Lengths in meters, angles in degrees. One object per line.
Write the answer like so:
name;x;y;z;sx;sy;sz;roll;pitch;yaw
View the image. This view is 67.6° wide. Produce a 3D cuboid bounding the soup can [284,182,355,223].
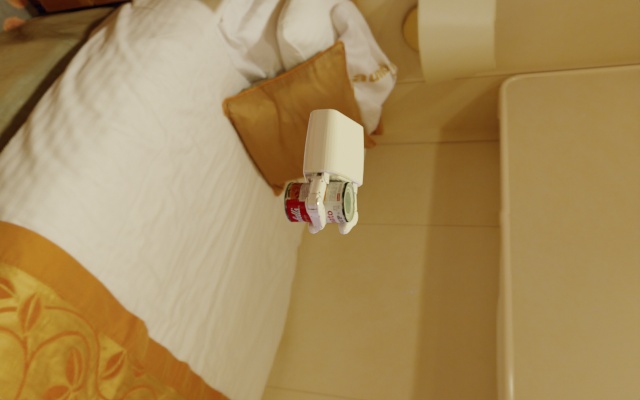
soup can;0.000;0.003;0.784;0.102;0.068;0.068;0;0;20
